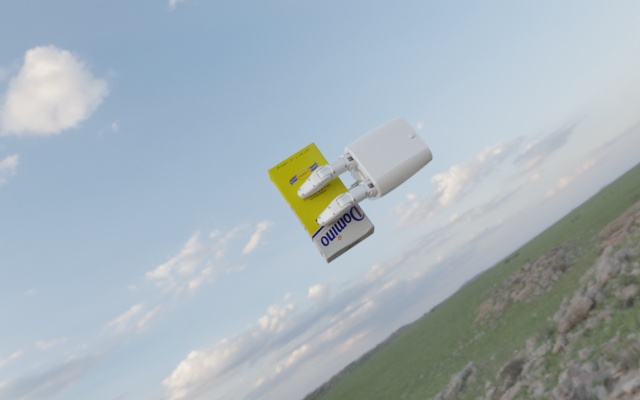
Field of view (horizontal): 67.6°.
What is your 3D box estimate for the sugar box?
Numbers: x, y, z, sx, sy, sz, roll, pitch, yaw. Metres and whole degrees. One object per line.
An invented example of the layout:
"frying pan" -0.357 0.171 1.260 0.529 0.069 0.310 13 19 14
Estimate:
"sugar box" 0.000 0.002 0.768 0.093 0.176 0.048 -34 -18 -8
